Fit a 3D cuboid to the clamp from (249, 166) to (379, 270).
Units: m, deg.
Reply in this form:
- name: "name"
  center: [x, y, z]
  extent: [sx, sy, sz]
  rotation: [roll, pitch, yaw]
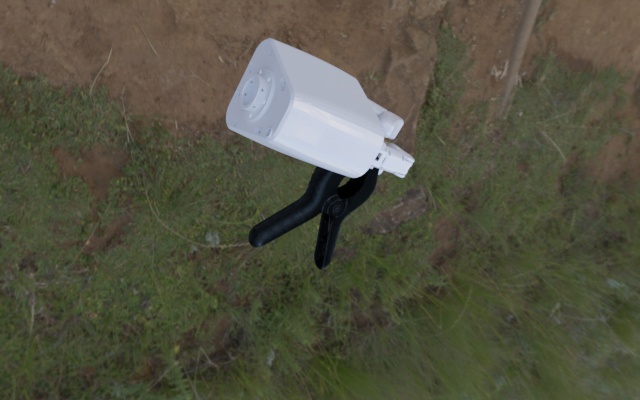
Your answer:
- name: "clamp"
  center: [0.001, 0.002, 0.523]
  extent: [0.120, 0.171, 0.039]
  rotation: [12, 25, -44]
